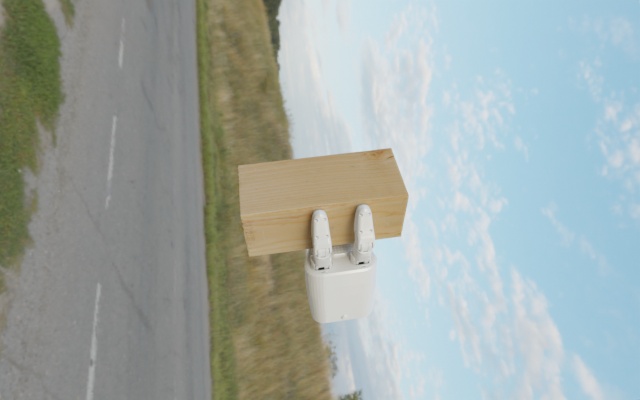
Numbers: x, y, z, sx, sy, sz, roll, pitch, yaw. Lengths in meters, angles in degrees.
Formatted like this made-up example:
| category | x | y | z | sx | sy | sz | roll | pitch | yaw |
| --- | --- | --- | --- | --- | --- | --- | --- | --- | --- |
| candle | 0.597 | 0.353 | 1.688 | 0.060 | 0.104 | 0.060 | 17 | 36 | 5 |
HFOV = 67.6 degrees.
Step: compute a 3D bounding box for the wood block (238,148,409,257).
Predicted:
| category | x | y | z | sx | sy | sz | roll | pitch | yaw |
| --- | --- | --- | --- | --- | --- | --- | --- | --- | --- |
| wood block | 0.000 | 0.002 | 0.635 | 0.206 | 0.090 | 0.090 | -7 | -41 | -5 |
